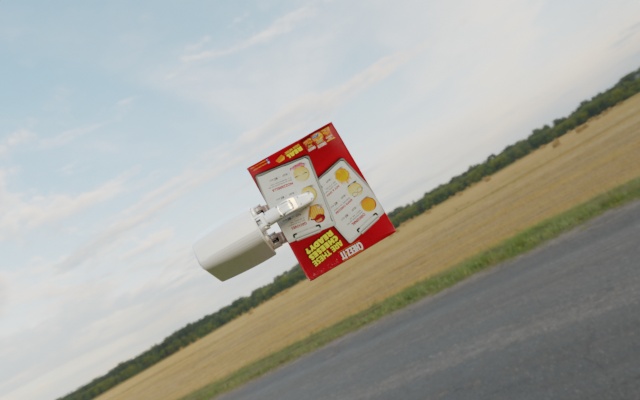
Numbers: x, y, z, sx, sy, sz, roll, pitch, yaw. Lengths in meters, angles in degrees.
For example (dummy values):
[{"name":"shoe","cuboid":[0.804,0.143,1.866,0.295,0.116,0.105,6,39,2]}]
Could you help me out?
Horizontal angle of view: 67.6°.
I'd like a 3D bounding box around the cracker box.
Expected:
[{"name":"cracker box","cuboid":[0.000,0.002,0.804,0.164,0.213,0.072,-30,-7,-3]}]
